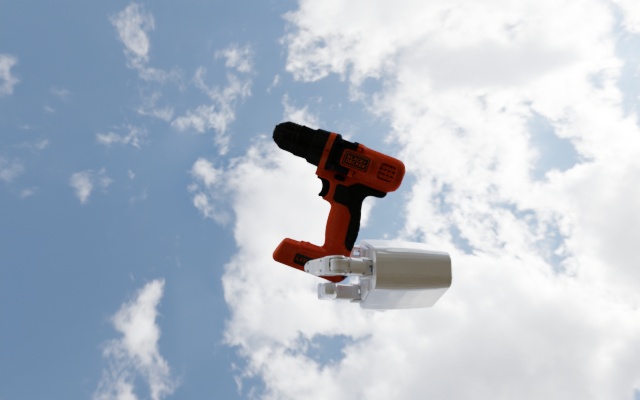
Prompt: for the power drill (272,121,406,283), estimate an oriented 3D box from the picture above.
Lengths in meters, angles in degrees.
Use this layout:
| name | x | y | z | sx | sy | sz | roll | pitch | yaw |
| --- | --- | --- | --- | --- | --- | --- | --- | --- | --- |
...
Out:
| name | x | y | z | sx | sy | sz | roll | pitch | yaw |
| --- | --- | --- | --- | --- | --- | --- | --- | --- | --- |
| power drill | 0.000 | 0.003 | 0.641 | 0.184 | 0.187 | 0.057 | 21 | 6 | 4 |
